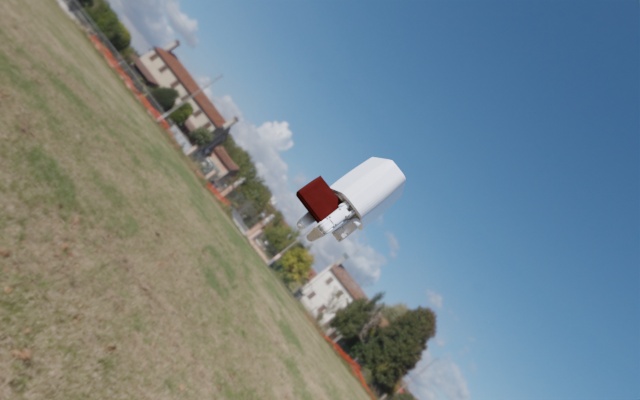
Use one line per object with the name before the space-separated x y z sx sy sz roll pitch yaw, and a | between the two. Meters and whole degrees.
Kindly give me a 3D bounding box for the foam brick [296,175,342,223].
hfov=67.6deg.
foam brick | 0.000 0.003 0.840 0.051 0.078 0.053 -38 0 -7
